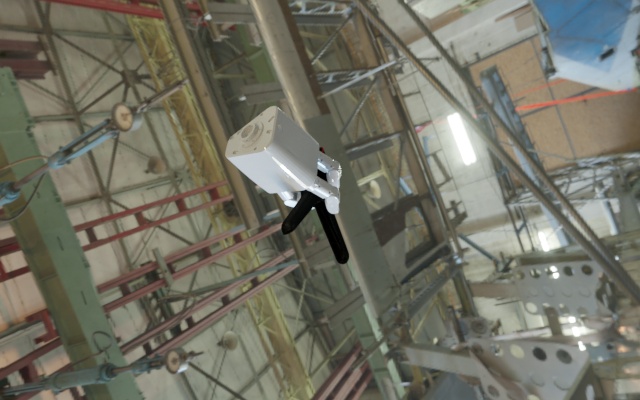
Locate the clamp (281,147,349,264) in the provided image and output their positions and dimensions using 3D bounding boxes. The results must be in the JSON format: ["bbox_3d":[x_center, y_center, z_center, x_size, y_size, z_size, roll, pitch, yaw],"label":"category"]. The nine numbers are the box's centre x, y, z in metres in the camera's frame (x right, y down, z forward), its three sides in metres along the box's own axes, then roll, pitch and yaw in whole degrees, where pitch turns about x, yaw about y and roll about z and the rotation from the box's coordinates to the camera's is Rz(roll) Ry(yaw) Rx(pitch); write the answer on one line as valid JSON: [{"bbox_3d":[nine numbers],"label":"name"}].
[{"bbox_3d":[-0.001,0.002,0.838,0.036,0.209,0.165,-20,-42,31],"label":"clamp"}]
